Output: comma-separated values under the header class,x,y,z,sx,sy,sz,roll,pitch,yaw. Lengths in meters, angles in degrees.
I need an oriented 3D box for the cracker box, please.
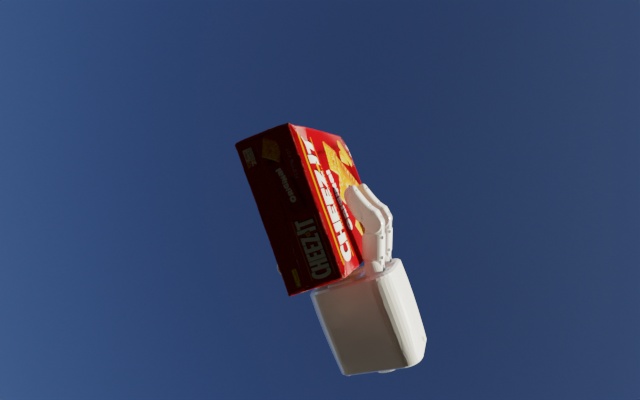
class,x,y,z,sx,sy,sz,roll,pitch,yaw
cracker box,0.000,0.002,0.564,0.072,0.164,0.213,-21,-2,16
